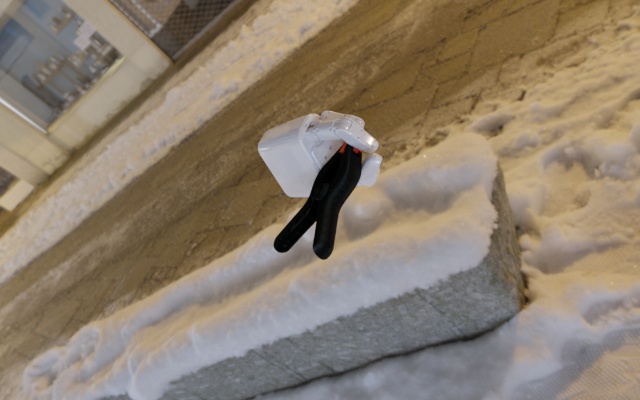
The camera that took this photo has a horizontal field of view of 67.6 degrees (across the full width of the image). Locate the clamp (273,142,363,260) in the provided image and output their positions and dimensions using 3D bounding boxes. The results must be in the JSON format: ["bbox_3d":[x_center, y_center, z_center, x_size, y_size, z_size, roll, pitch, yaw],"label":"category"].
[{"bbox_3d":[0.000,0.002,0.619,0.120,0.171,0.039,-7,-41,48],"label":"clamp"}]
